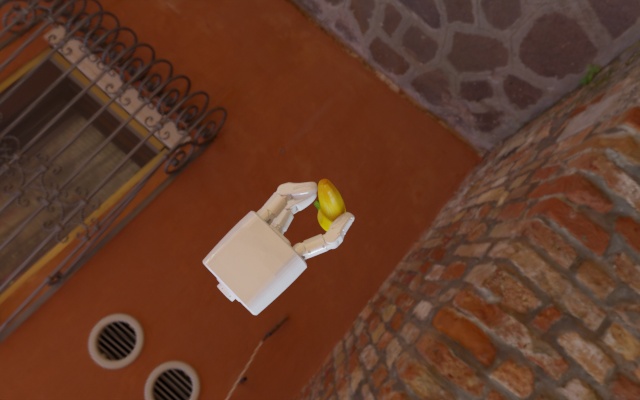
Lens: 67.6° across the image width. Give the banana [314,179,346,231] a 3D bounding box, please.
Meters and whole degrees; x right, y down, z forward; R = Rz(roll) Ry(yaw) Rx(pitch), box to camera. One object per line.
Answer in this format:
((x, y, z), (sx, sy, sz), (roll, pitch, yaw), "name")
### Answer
((0.012, 0.017, 0.764), (0.037, 0.069, 0.198), (-41, -5, -11), "banana")
